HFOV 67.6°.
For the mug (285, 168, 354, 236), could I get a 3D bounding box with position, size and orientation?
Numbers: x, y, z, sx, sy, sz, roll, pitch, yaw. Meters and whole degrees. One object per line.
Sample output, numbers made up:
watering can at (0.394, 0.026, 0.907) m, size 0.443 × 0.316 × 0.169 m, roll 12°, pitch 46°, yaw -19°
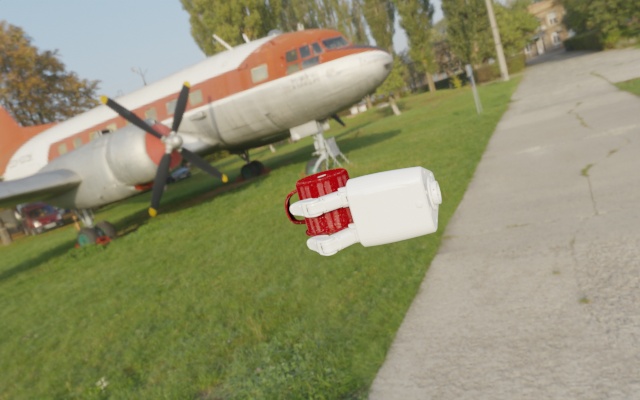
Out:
mug at (-0.001, 0.002, 0.727) m, size 0.117 × 0.081 × 0.093 m, roll -12°, pitch 11°, yaw 22°
